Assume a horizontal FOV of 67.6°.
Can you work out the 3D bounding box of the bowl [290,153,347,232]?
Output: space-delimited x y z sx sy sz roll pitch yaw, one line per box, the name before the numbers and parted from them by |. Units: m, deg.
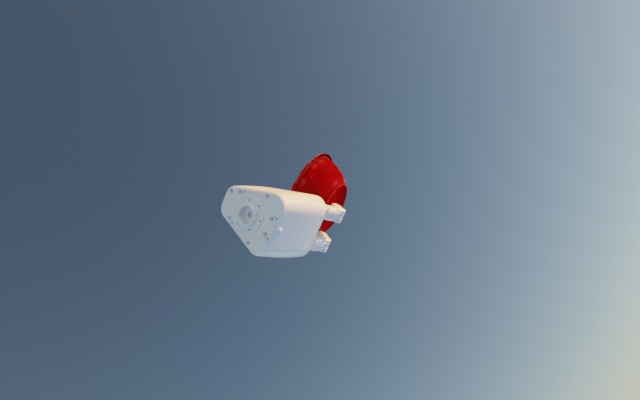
bowl | 0.001 0.003 0.829 0.055 0.162 0.162 26 9 19
